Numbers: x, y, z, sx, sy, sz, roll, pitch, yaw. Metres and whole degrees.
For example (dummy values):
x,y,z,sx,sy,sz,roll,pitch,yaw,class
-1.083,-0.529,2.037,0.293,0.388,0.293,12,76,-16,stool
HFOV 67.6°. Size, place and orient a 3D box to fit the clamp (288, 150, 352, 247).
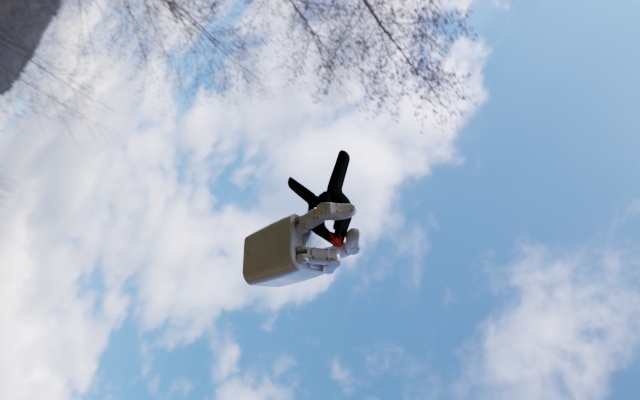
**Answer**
x,y,z,sx,sy,sz,roll,pitch,yaw,class
0.001,0.003,0.794,0.120,0.171,0.039,-23,-39,27,clamp
